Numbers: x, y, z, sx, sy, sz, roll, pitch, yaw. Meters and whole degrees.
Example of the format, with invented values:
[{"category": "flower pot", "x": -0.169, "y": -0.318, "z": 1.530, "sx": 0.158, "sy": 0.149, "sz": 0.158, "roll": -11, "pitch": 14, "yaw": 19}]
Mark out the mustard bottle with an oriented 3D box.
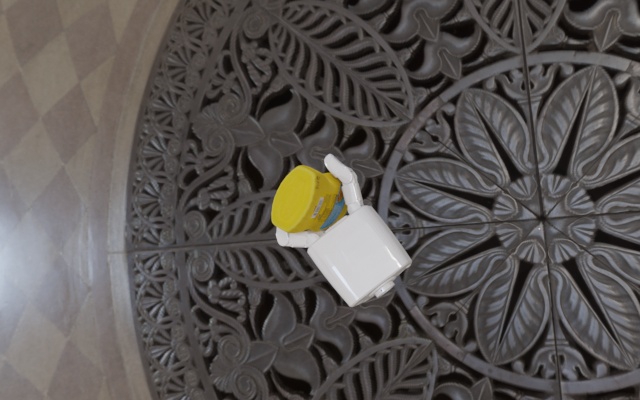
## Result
[{"category": "mustard bottle", "x": 0.000, "y": 0.002, "z": 0.744, "sx": 0.058, "sy": 0.096, "sz": 0.191, "roll": 27, "pitch": 8, "yaw": 23}]
